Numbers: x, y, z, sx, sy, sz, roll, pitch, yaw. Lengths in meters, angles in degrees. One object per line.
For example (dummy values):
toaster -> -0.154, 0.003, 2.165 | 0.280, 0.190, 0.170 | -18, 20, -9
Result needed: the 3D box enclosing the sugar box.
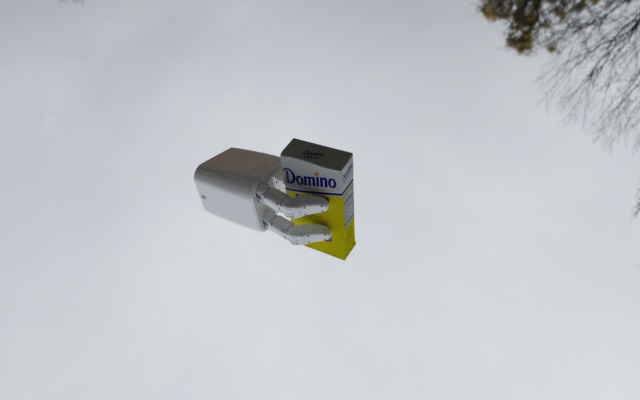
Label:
sugar box -> 0.000, 0.003, 0.676 | 0.093, 0.176, 0.048 | 17, 50, 23
